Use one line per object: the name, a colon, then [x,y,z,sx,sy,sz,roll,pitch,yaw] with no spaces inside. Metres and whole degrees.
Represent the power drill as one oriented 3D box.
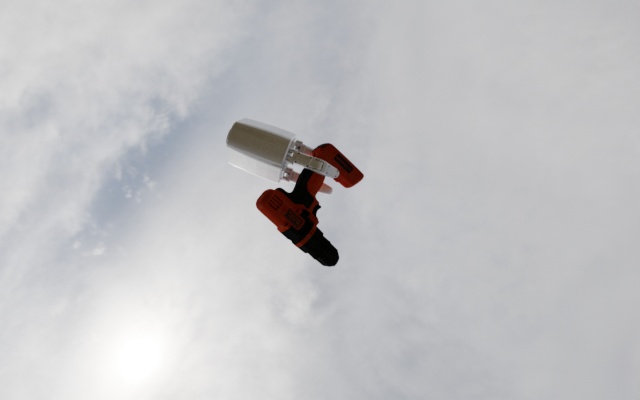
power drill: [0.000,0.002,0.871,0.184,0.187,0.057,44,-26,-14]
